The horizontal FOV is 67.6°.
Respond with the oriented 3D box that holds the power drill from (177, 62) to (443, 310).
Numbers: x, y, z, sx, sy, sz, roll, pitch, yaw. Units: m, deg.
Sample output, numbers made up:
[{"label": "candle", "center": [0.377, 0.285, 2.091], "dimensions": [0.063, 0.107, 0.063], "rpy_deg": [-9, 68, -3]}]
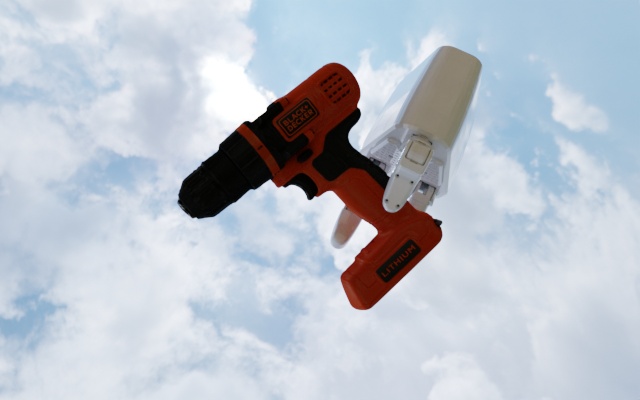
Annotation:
[{"label": "power drill", "center": [0.001, 0.002, 0.412], "dimensions": [0.184, 0.188, 0.057], "rpy_deg": [-40, 8, -8]}]
